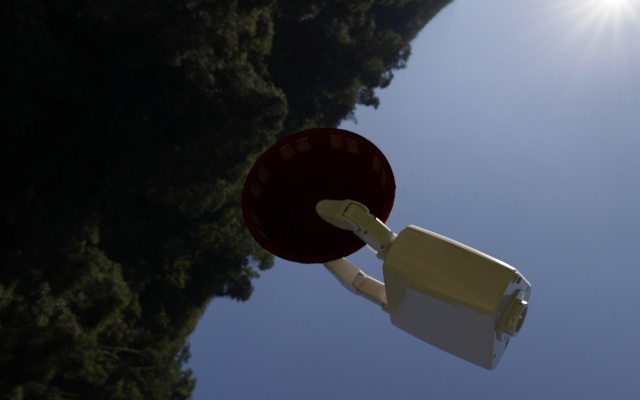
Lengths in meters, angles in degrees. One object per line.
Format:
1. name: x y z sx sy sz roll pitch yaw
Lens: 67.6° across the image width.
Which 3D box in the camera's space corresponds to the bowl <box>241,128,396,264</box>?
1. bowl: -0.001 0.001 0.515 0.162 0.162 0.055 0 -29 11
